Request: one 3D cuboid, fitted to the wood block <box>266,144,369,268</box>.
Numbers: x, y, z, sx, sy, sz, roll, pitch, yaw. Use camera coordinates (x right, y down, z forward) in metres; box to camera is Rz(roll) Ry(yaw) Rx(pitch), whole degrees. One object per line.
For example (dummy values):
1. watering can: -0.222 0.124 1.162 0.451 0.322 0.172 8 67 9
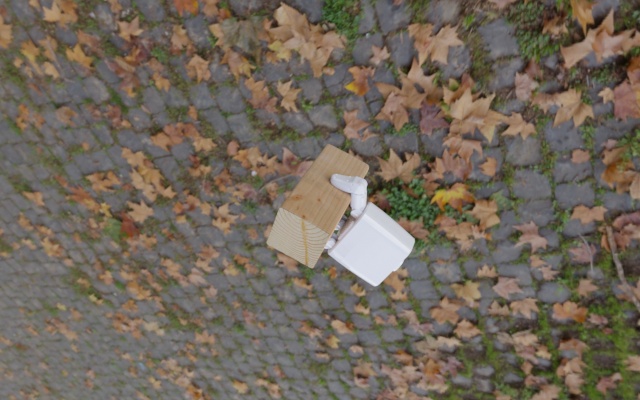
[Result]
1. wood block: 0.001 0.003 0.822 0.090 0.091 0.206 29 42 4
